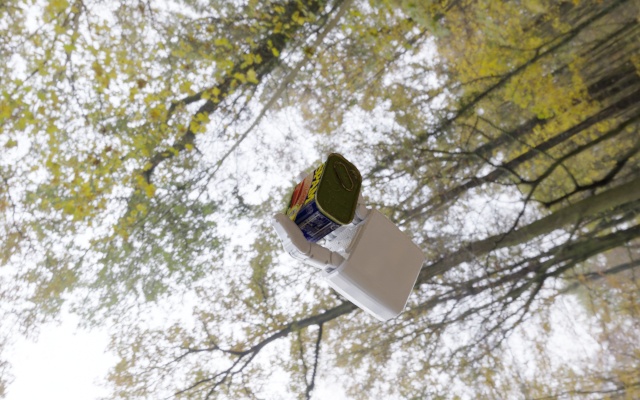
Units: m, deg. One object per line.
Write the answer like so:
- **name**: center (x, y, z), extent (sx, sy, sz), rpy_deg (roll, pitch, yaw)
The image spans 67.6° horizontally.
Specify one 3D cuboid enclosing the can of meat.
- **can of meat**: center (0.000, 0.002, 0.608), extent (0.057, 0.102, 0.084), rpy_deg (36, -46, -19)
